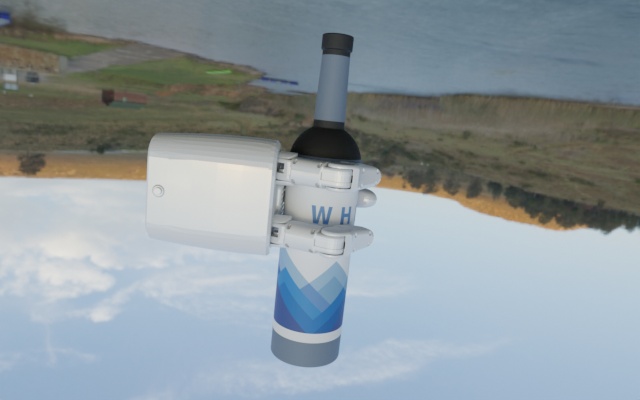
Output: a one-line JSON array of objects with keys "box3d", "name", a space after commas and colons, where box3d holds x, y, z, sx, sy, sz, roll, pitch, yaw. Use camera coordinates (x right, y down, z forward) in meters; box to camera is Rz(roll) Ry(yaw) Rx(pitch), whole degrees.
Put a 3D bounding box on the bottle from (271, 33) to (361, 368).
[{"box3d": [0.000, 0.002, 0.439, 0.069, 0.296, 0.069, 6, 10, -1], "name": "bottle"}]
